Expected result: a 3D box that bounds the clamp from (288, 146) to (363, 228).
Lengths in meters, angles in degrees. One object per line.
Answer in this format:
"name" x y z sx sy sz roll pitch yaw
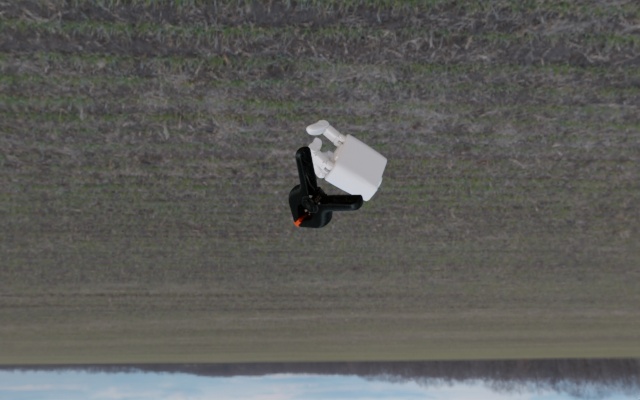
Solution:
"clamp" 0.000 0.003 0.733 0.039 0.120 0.172 -39 -17 -28
